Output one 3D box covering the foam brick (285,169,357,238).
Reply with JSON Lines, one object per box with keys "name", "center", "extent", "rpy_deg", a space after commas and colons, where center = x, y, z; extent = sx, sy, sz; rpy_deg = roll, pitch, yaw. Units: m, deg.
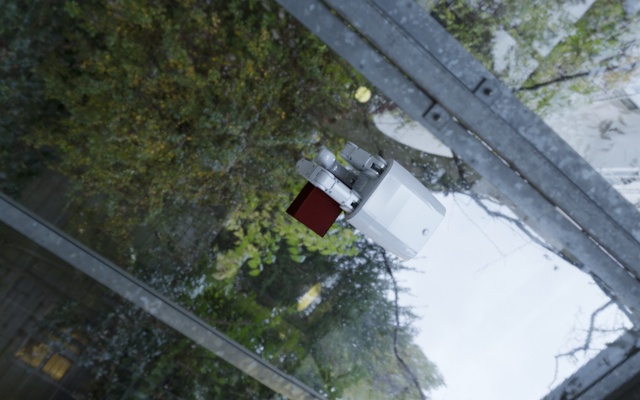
{"name": "foam brick", "center": [0.000, 0.002, 0.637], "extent": [0.051, 0.078, 0.053], "rpy_deg": [38, -3, -16]}
